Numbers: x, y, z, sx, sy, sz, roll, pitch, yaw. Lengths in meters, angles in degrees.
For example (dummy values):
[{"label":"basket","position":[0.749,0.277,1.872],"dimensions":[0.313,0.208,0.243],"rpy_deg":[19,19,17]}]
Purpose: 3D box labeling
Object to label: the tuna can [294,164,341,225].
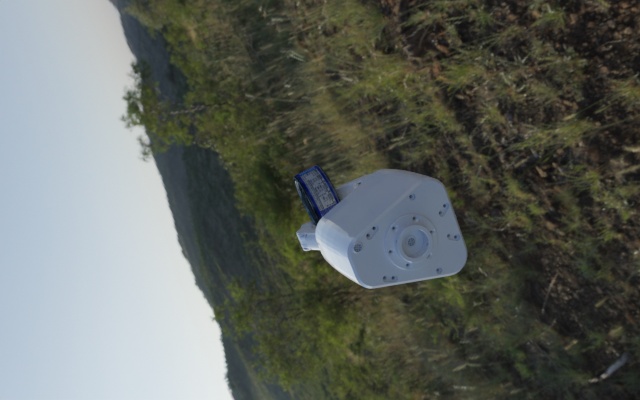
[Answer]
[{"label":"tuna can","position":[0.000,0.002,0.578],"dimensions":[0.034,0.086,0.086],"rpy_deg":[-26,3,-7]}]
